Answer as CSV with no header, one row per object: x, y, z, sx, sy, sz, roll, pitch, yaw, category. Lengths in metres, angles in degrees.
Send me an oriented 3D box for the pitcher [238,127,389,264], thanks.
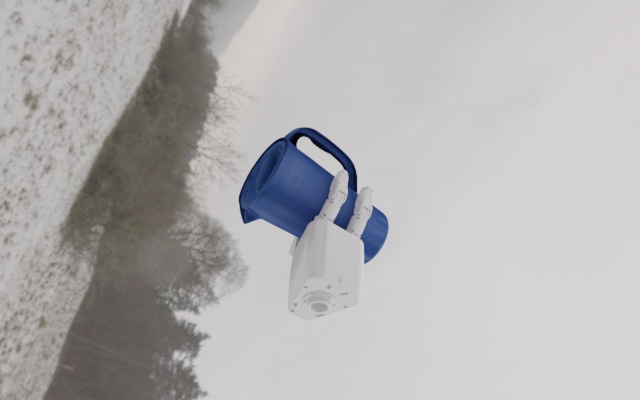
0.000,0.003,0.801,0.243,0.145,0.149,32,-51,-23,pitcher
